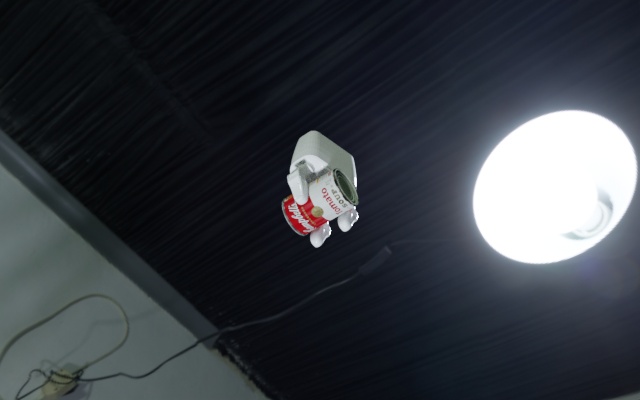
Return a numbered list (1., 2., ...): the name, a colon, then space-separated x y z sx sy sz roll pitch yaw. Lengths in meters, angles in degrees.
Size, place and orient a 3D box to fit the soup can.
1. soup can: 0.000 0.002 0.748 0.102 0.068 0.068 -30 -12 21
